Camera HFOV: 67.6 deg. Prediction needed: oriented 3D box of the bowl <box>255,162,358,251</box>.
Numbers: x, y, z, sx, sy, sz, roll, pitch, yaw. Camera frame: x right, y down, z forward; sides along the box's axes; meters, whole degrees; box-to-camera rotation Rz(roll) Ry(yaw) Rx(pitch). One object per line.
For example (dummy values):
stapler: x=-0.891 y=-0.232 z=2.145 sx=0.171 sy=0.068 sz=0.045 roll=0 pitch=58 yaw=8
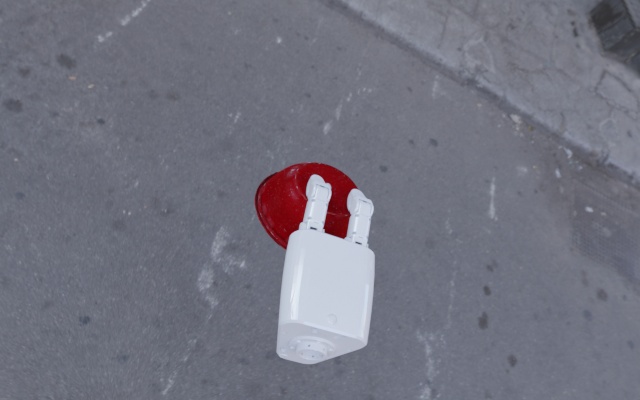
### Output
bowl: x=0.000 y=0.001 z=0.618 sx=0.162 sy=0.162 sz=0.055 roll=0 pitch=-41 yaw=-32
